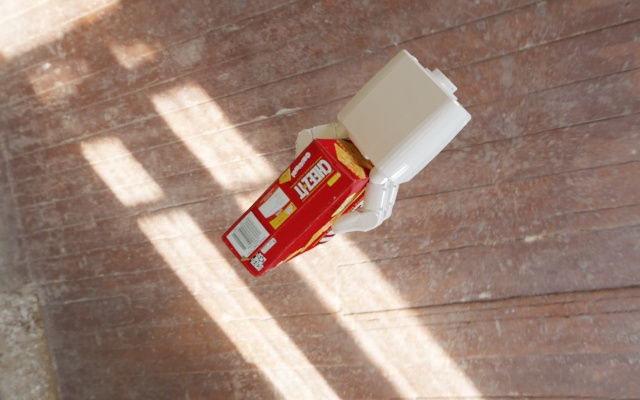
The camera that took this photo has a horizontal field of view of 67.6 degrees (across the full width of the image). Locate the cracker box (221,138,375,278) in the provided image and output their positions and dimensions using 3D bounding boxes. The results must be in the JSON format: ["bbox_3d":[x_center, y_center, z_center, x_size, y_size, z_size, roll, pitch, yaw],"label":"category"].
[{"bbox_3d":[0.000,0.002,0.599,0.164,0.072,0.213,-45,-11,19],"label":"cracker box"}]
